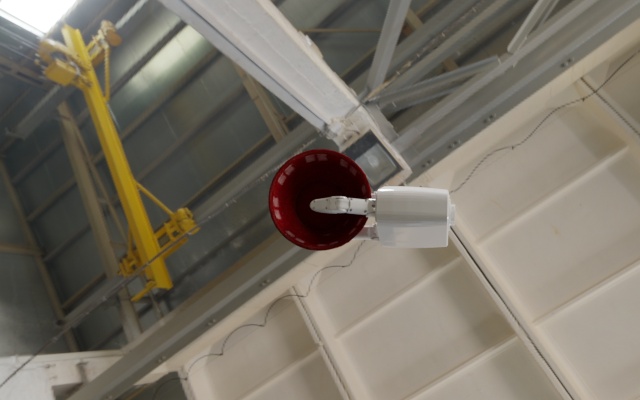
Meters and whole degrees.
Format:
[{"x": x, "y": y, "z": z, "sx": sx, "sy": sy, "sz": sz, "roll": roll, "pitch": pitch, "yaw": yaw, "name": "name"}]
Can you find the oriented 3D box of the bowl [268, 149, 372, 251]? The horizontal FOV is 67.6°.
[{"x": -0.001, "y": 0.002, "z": 0.765, "sx": 0.162, "sy": 0.162, "sz": 0.055, "roll": 0, "pitch": -11, "yaw": 3, "name": "bowl"}]
